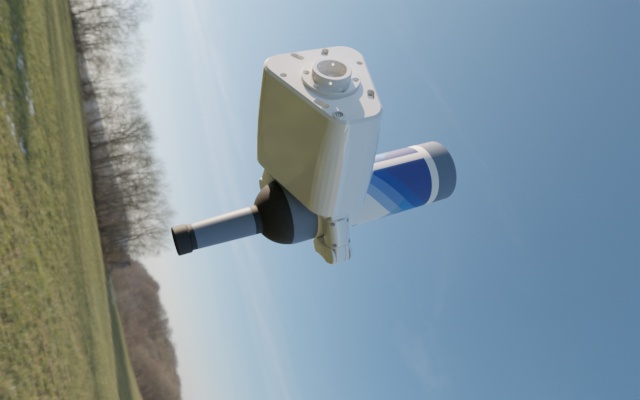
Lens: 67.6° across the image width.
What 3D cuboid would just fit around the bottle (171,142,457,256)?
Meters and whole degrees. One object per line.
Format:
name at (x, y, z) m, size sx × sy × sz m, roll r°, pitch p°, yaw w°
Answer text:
bottle at (0.000, 0.002, 0.486) m, size 0.295 × 0.069 × 0.069 m, roll -15°, pitch 6°, yaw -21°
